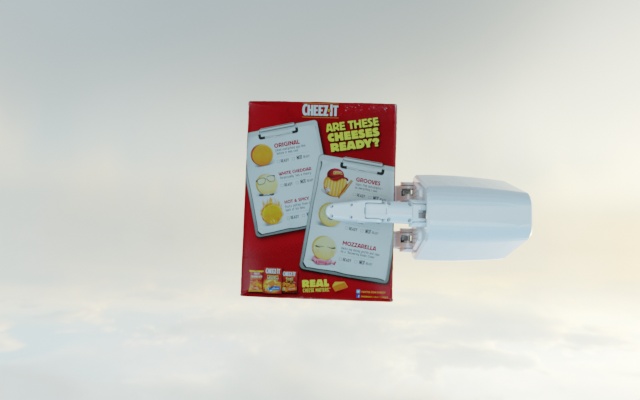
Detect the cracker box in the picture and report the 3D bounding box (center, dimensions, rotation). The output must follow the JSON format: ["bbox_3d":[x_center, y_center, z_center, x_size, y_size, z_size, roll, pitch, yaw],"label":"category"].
[{"bbox_3d":[0.000,0.002,0.540,0.164,0.213,0.072,2,-5,1],"label":"cracker box"}]
